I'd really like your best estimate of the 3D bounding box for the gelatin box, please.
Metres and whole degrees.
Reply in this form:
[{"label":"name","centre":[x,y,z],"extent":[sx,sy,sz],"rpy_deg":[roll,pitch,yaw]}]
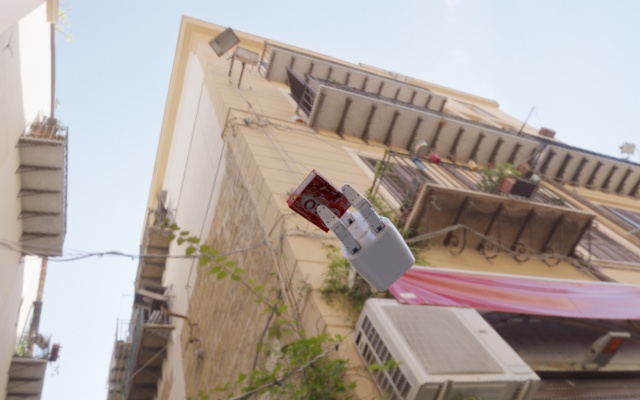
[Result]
[{"label":"gelatin box","centre":[0.000,0.002,0.797],"extent":[0.089,0.073,0.030],"rpy_deg":[36,11,-27]}]
